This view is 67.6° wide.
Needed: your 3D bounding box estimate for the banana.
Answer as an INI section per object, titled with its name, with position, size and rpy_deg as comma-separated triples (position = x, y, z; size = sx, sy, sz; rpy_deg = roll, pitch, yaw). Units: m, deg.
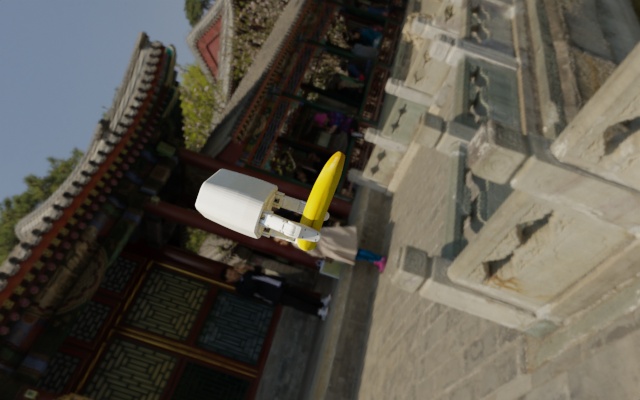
[banana]
position = -0.005, 0.014, 0.791
size = 0.037, 0.198, 0.069
rpy_deg = 21, 30, 4
